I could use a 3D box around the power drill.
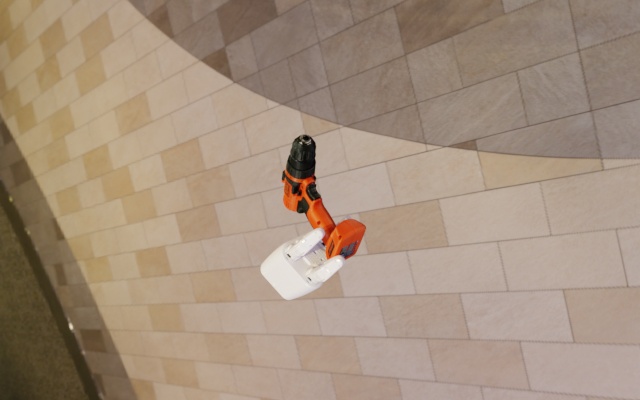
[{"bbox_3d":[0.000,0.003,0.808,0.057,0.187,0.185,-23,-28,-22],"label":"power drill"}]
